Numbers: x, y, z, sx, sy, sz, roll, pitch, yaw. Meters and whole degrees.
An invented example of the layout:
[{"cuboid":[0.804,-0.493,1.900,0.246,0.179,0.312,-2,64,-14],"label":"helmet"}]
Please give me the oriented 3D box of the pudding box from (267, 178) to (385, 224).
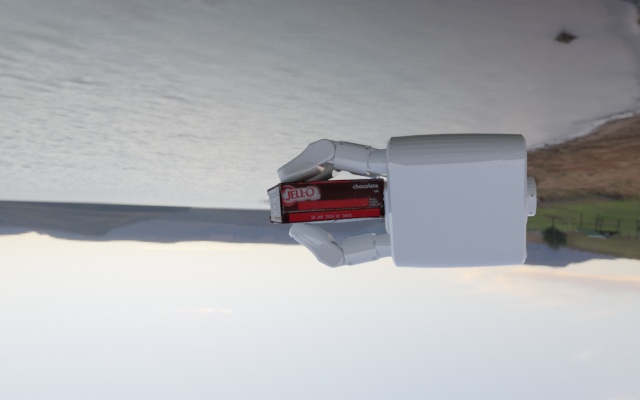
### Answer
[{"cuboid":[0.000,0.002,0.442,0.090,0.039,0.113,-2,-3,-12],"label":"pudding box"}]
